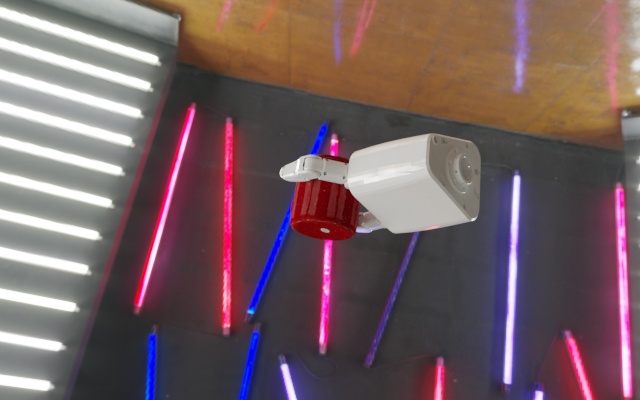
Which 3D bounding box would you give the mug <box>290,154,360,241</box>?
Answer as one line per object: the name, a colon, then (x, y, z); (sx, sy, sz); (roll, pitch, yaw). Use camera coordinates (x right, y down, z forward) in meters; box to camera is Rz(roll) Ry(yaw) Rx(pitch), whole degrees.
mug: (-0.001, 0.002, 0.600); (0.093, 0.081, 0.117); (25, -25, -36)
